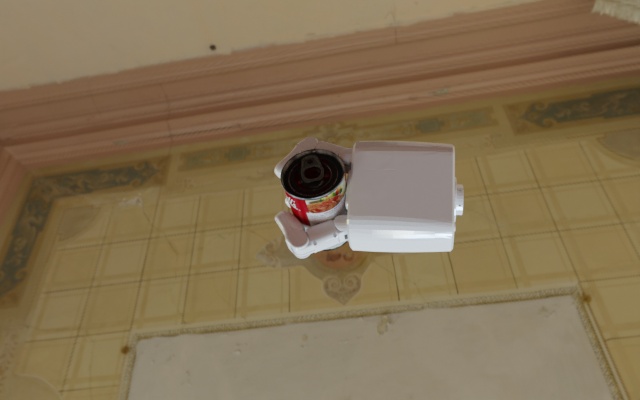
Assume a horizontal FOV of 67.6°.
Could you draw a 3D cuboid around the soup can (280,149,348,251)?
[{"bbox_3d":[0.000,0.002,0.530,0.068,0.068,0.102,0,-37,12],"label":"soup can"}]
